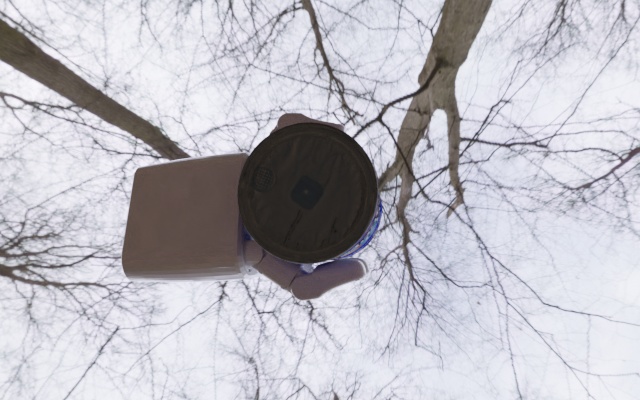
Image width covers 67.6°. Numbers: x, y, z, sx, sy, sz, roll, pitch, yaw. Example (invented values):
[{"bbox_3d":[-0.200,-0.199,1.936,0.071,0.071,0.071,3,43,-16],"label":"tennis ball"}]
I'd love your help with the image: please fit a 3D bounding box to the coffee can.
[{"bbox_3d":[0.000,0.001,0.409,0.103,0.103,0.140,0,-6,9],"label":"coffee can"}]
